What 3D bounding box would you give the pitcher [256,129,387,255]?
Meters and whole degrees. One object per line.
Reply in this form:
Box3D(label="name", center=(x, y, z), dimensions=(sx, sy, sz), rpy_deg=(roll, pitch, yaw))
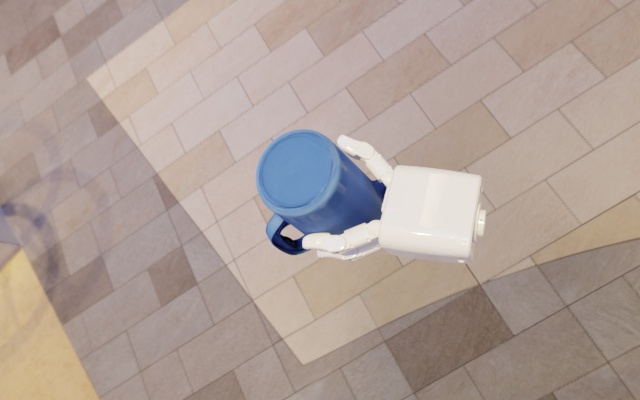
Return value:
Box3D(label="pitcher", center=(0.000, 0.002, 0.657), dimensions=(0.145, 0.149, 0.243), rpy_deg=(9, -11, 21))
